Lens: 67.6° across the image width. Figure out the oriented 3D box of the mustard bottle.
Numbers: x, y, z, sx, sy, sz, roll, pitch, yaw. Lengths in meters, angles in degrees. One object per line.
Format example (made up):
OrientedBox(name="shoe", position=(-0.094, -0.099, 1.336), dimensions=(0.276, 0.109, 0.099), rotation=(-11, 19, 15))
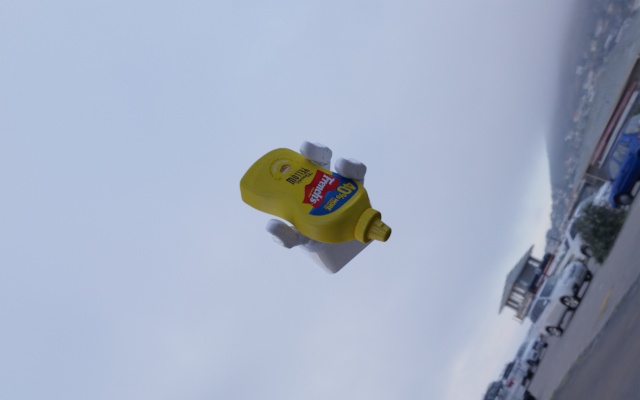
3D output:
OrientedBox(name="mustard bottle", position=(0.000, 0.002, 0.582), dimensions=(0.191, 0.058, 0.096), rotation=(27, 48, 26))
